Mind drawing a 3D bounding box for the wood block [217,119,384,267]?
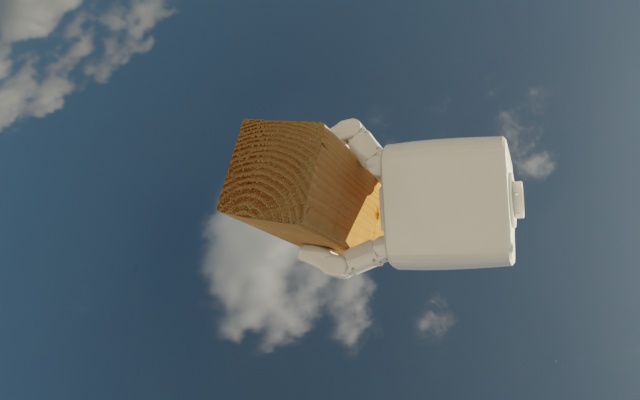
[{"bbox_3d":[0.000,0.002,0.492,0.090,0.091,0.206,8,-13,28],"label":"wood block"}]
